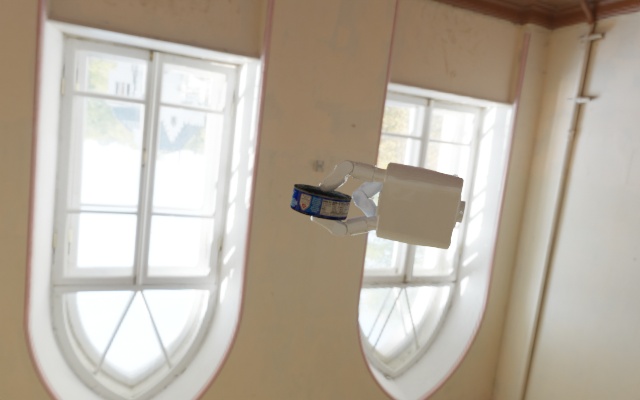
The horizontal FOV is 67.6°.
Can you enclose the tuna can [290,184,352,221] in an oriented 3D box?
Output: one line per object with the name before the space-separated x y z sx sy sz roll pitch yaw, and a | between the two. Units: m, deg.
tuna can | 0.000 0.003 0.691 0.086 0.034 0.086 12 8 -2
